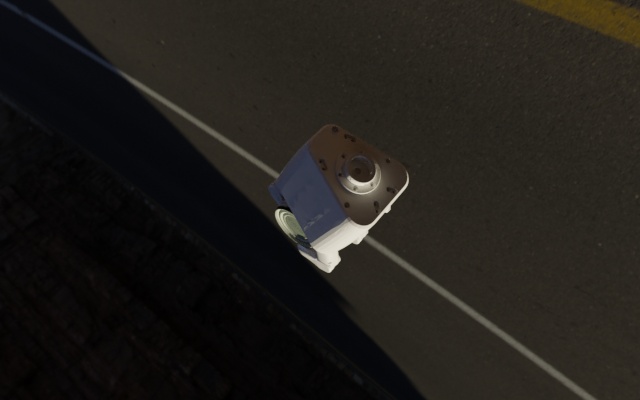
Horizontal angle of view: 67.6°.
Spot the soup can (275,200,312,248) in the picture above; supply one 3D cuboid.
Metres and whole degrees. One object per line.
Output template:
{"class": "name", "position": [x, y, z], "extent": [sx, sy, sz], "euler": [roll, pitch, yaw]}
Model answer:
{"class": "soup can", "position": [0.000, 0.002, 0.604], "extent": [0.102, 0.068, 0.068], "euler": [-46, 24, -26]}
